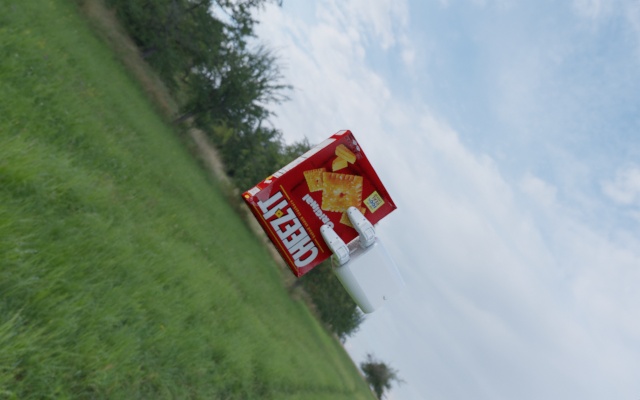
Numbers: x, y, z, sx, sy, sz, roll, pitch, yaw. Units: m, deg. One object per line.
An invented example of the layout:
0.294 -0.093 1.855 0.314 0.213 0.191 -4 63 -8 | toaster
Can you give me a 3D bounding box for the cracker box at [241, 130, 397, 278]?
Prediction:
0.000 0.003 0.819 0.213 0.164 0.072 -34 14 -10 | cracker box
